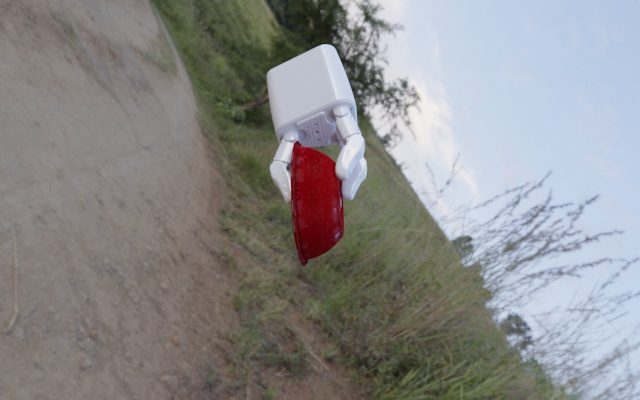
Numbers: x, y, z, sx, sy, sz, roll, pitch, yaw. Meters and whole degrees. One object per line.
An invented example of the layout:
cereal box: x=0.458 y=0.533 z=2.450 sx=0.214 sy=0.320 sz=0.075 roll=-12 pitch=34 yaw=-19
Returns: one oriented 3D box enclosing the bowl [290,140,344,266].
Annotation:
bowl: x=0.001 y=0.003 z=0.616 sx=0.055 sy=0.162 sz=0.162 roll=-3 pitch=0 yaw=5
